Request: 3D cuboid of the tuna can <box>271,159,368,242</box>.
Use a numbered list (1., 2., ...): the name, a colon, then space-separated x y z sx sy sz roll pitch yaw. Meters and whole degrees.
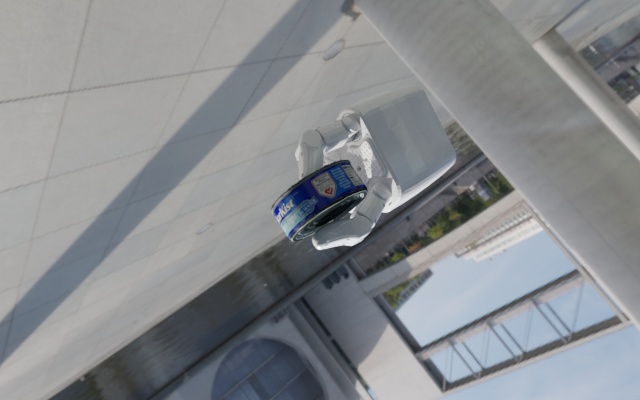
1. tuna can: 0.000 0.002 0.434 0.086 0.033 0.086 -32 -12 -7
